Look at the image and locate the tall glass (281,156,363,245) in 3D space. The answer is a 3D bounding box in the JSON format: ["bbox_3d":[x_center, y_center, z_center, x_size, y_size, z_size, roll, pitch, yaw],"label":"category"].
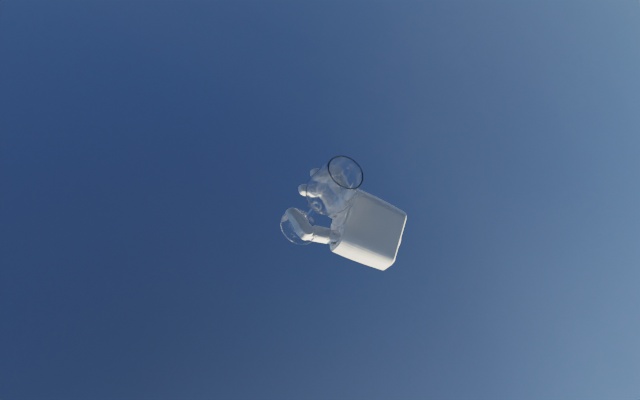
[{"bbox_3d":[0.000,0.003,0.820,0.079,0.079,0.201,0,-28,-27],"label":"tall glass"}]
